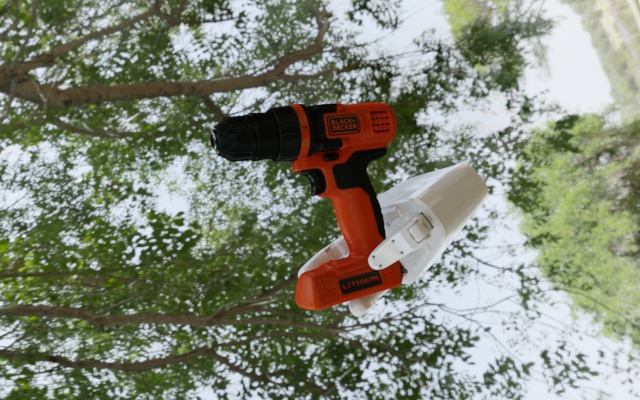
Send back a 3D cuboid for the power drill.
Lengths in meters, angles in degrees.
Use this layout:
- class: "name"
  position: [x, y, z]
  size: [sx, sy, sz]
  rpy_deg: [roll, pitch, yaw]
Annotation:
- class: "power drill"
  position: [0.000, 0.002, 0.449]
  size: [0.184, 0.187, 0.057]
  rpy_deg: [-10, 2, -23]
